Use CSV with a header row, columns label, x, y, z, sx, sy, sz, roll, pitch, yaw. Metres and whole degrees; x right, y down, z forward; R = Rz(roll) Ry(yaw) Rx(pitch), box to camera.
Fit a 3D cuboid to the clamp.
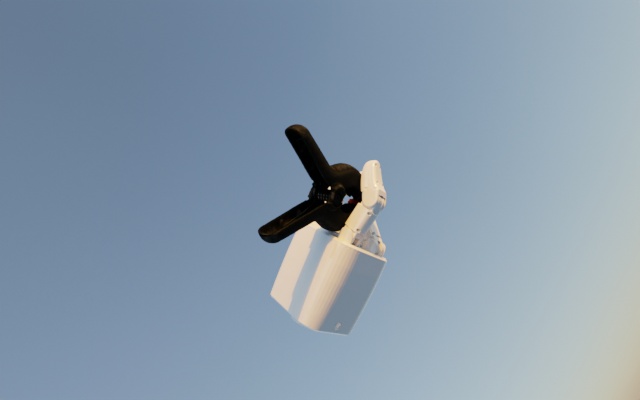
label,x,y,z,sx,sy,sz,roll,pitch,yaw
clamp,0.000,0.001,0.526,0.039,0.120,0.171,24,-1,41
